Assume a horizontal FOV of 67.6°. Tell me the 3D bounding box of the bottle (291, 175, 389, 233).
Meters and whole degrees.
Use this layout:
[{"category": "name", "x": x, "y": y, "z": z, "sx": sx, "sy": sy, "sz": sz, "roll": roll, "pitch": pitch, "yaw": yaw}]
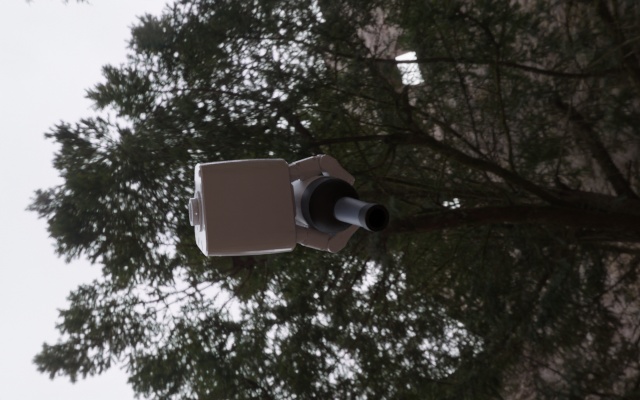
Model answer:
[{"category": "bottle", "x": 0.000, "y": 0.002, "z": 0.599, "sx": 0.069, "sy": 0.069, "sz": 0.295, "roll": 0, "pitch": 6, "yaw": -22}]
